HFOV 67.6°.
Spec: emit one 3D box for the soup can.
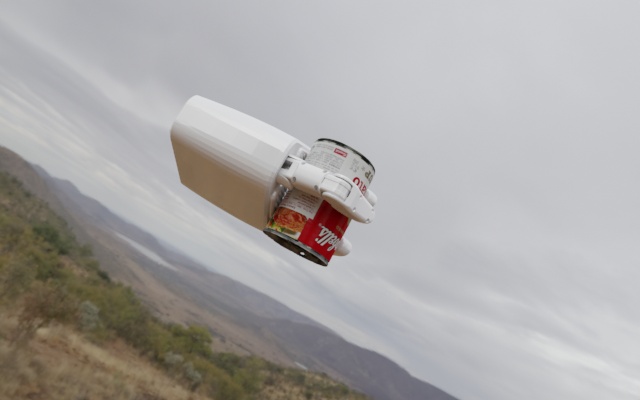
[{"bbox_3d":[0.001,0.001,0.449,0.068,0.102,0.068,27,-13,7],"label":"soup can"}]
